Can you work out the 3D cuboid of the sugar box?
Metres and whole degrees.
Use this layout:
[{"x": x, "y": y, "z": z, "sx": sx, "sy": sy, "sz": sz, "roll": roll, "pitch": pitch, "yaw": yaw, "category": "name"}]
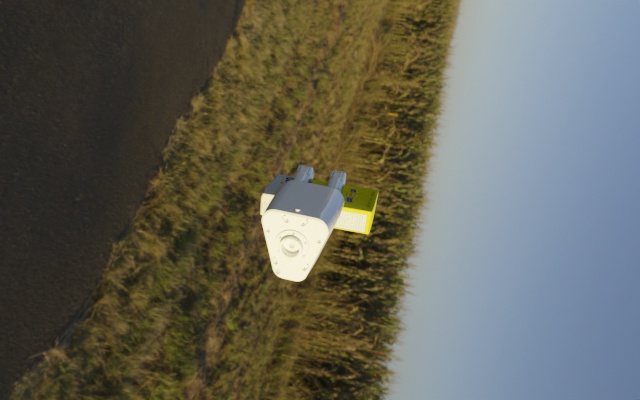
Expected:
[{"x": 0.000, "y": 0.002, "z": 0.774, "sx": 0.176, "sy": 0.048, "sz": 0.093, "roll": 12, "pitch": 25, "yaw": 8, "category": "sugar box"}]
